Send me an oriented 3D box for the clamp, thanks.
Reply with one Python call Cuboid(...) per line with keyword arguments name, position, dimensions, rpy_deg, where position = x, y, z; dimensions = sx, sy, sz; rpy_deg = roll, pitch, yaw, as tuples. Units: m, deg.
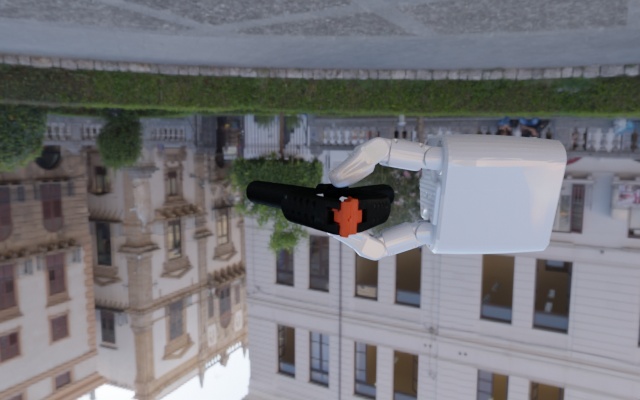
Cuboid(name="clamp", position=(0.000, 0.002, 0.448), dimensions=(0.164, 0.036, 0.210), rpy_deg=(1, 6, 0))
